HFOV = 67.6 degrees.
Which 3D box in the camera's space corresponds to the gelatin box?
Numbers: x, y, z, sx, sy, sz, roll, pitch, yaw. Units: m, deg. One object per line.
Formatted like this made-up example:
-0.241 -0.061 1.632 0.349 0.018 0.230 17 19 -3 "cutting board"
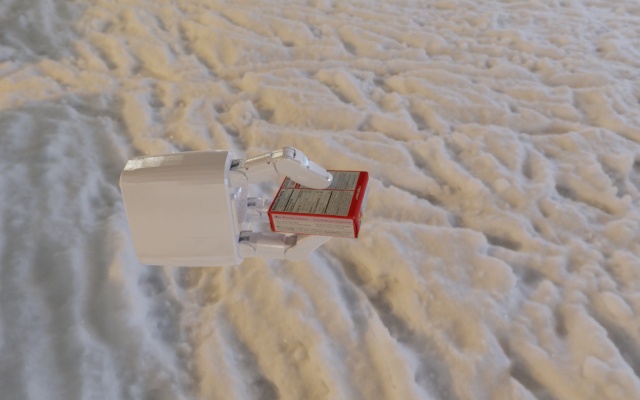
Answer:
0.000 0.001 0.479 0.089 0.030 0.073 2 40 16 "gelatin box"
